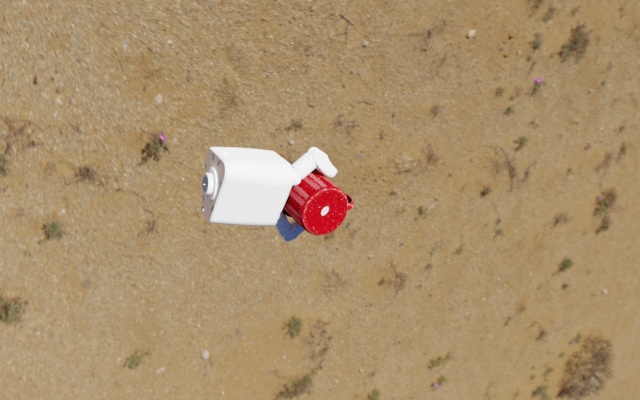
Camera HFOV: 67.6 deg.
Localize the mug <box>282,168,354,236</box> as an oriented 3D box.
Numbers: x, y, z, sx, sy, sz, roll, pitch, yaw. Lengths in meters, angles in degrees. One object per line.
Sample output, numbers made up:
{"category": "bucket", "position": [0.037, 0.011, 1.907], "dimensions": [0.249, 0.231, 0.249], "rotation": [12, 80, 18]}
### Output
{"category": "mug", "position": [0.001, 0.003, 0.749], "dimensions": [0.117, 0.093, 0.081], "rotation": [1, 23, -31]}
